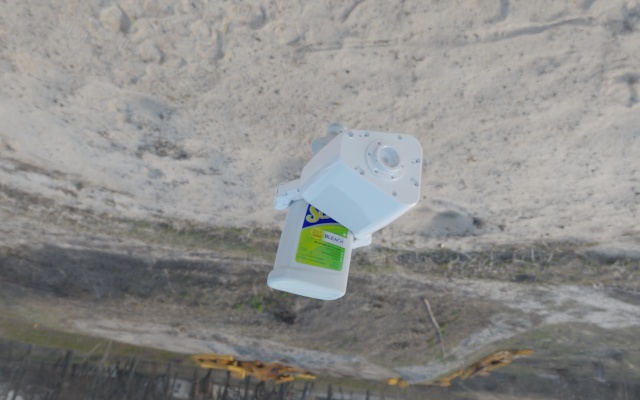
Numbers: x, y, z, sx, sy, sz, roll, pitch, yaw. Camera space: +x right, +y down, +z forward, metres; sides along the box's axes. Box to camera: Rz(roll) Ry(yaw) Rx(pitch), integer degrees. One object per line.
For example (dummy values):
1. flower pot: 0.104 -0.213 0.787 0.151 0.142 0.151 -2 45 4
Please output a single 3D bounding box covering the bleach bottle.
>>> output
1. bleach bottle: 0.000 0.002 0.658 0.102 0.250 0.068 17 -25 -18
